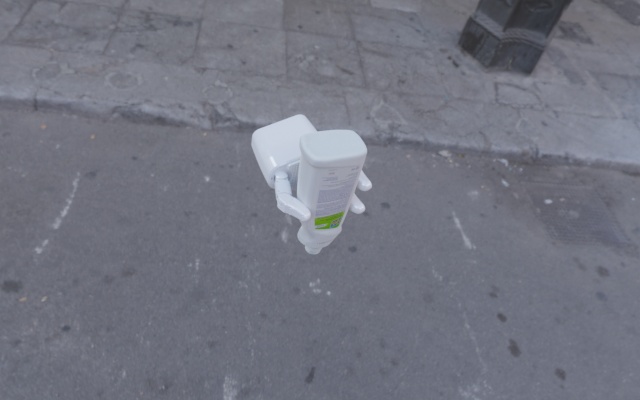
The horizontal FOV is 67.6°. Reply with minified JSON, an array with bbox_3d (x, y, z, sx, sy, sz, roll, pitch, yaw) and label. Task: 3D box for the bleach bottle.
[{"bbox_3d":[0.000,0.003,0.787,0.102,0.068,0.251,-9,-41,-22],"label":"bleach bottle"}]
